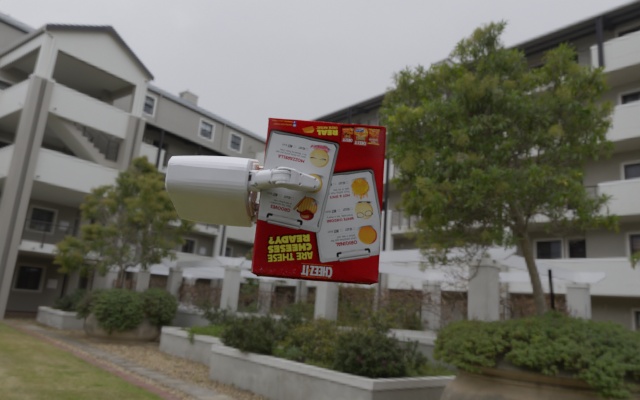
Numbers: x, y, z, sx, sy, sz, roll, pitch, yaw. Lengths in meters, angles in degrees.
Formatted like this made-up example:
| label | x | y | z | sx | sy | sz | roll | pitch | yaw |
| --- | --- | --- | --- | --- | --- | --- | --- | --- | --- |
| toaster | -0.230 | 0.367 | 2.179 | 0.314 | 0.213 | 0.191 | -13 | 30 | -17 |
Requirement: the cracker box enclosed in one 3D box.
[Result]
| label | x | y | z | sx | sy | sz | roll | pitch | yaw |
| --- | --- | --- | --- | --- | --- | --- | --- | --- | --- |
| cracker box | 0.000 | 0.002 | 0.653 | 0.164 | 0.213 | 0.072 | 4 | -13 | 0 |
